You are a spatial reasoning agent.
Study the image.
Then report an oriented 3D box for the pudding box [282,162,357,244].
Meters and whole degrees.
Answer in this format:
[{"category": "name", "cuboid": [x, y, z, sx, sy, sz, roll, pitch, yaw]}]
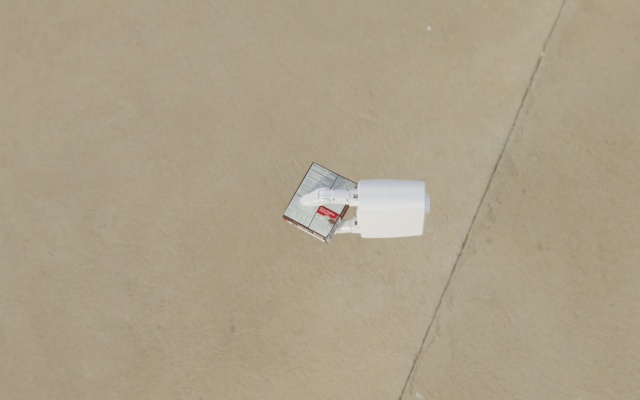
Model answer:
[{"category": "pudding box", "cuboid": [0.000, 0.003, 0.817, 0.090, 0.113, 0.039, 27, -13, 12]}]
